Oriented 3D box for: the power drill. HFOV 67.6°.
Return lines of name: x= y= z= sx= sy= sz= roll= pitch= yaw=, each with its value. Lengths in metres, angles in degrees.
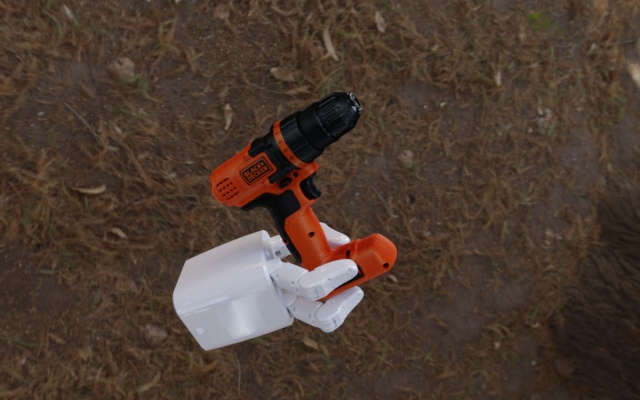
power drill: x=0.000 y=0.002 z=0.500 sx=0.184 sy=0.188 sz=0.057 roll=-29 pitch=13 yaw=26
